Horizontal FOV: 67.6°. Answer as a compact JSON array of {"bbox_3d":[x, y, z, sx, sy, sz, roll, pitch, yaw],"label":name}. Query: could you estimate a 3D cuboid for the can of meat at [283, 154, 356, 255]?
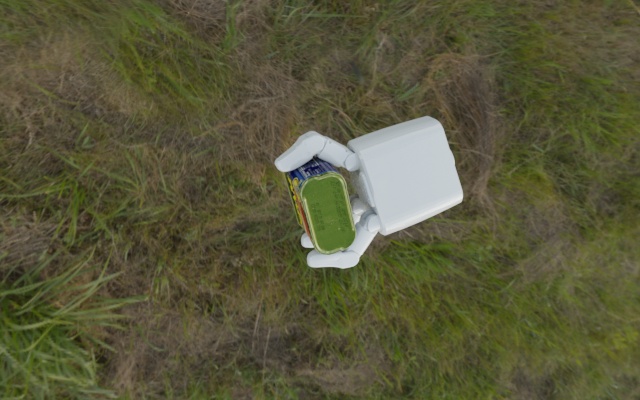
[{"bbox_3d":[0.000,0.002,0.555,0.057,0.102,0.084,-18,25,-8],"label":"can of meat"}]
